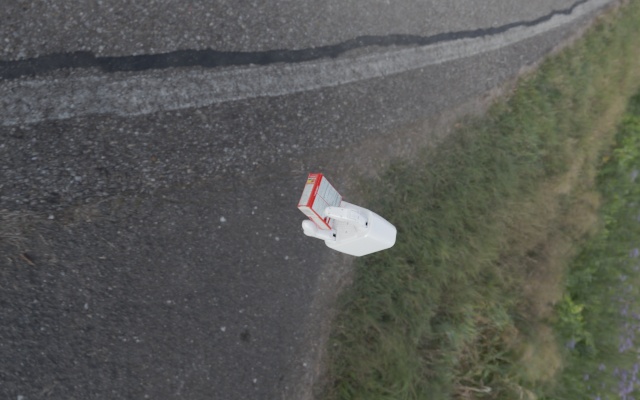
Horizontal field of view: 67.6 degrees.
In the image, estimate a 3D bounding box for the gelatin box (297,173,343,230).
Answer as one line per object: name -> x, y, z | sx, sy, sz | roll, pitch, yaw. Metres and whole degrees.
gelatin box -> 0.000, 0.003, 0.889 | 0.030, 0.073, 0.089 | 1, -30, 34
